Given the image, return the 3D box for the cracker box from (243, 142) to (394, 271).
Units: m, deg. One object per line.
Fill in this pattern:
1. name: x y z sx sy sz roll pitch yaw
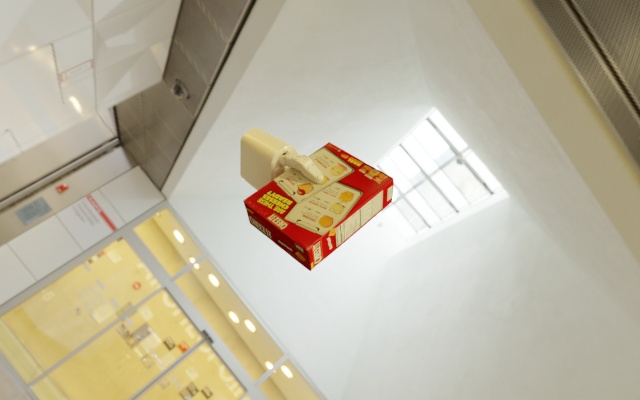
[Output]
1. cracker box: 0.000 0.003 0.848 0.213 0.072 0.164 -38 53 -26
